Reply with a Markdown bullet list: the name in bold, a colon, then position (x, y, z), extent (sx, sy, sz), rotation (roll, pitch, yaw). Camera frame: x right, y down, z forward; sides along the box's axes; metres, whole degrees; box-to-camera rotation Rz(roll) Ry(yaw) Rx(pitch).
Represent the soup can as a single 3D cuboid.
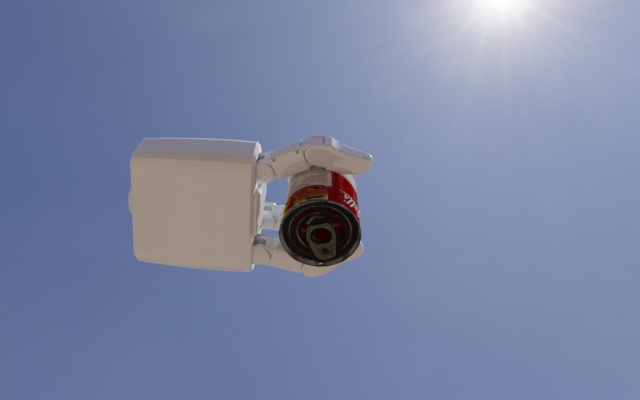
- **soup can**: position (0.001, 0.001, 0.433), extent (0.068, 0.068, 0.102), rotation (0, 33, 1)
